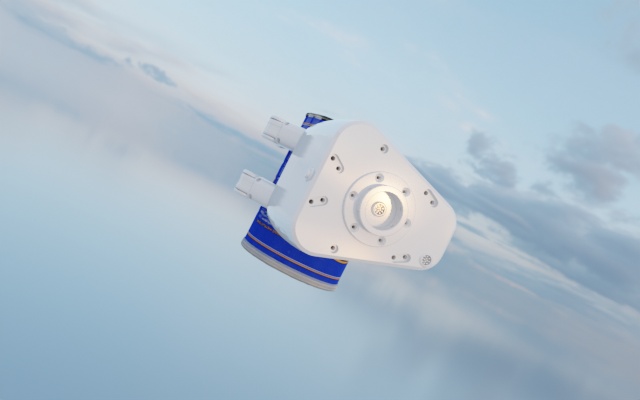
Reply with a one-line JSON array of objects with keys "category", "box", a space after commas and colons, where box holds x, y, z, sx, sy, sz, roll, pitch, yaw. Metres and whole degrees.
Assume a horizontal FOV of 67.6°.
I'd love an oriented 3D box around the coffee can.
[{"category": "coffee can", "box": [0.000, 0.002, 0.463, 0.103, 0.140, 0.103, 27, 0, 0]}]
